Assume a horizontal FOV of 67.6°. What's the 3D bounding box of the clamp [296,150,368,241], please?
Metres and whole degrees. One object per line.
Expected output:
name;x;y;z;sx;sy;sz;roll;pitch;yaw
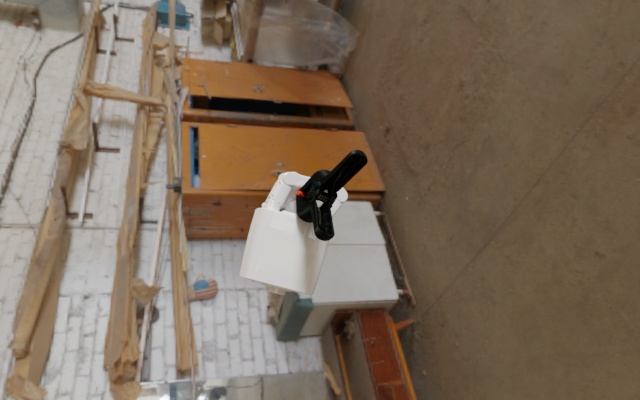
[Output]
clamp;0.000;0.002;0.644;0.039;0.120;0.171;32;-19;-13
